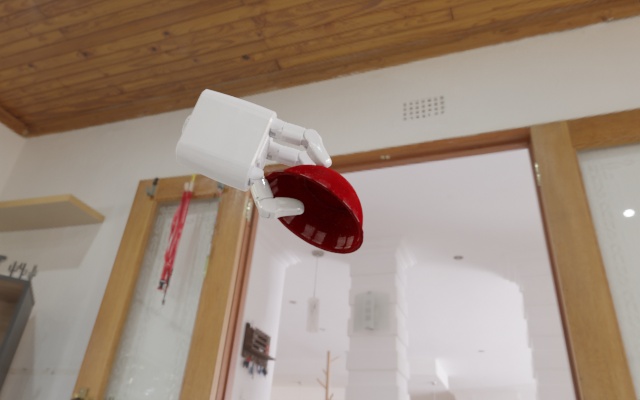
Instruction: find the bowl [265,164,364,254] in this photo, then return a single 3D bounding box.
[{"bbox_3d":[0.001,0.003,0.668,0.162,0.162,0.055,0,44,45],"label":"bowl"}]
